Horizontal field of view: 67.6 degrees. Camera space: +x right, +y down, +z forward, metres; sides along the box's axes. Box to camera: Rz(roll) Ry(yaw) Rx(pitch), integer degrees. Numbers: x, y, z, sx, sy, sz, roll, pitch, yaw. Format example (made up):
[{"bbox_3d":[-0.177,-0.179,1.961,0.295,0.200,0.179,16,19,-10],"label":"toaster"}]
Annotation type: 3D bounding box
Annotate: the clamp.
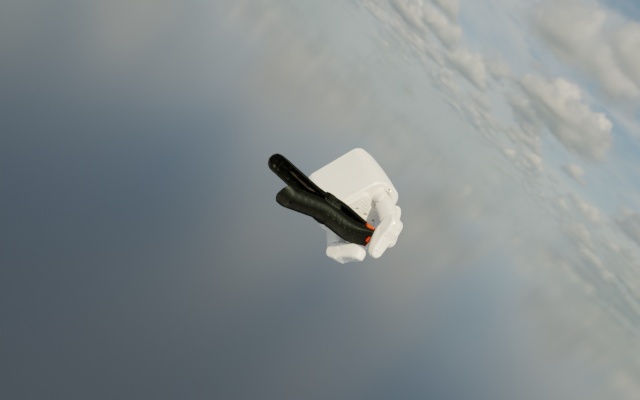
[{"bbox_3d":[0.001,0.002,0.617,0.171,0.039,0.120,34,22,-34],"label":"clamp"}]
